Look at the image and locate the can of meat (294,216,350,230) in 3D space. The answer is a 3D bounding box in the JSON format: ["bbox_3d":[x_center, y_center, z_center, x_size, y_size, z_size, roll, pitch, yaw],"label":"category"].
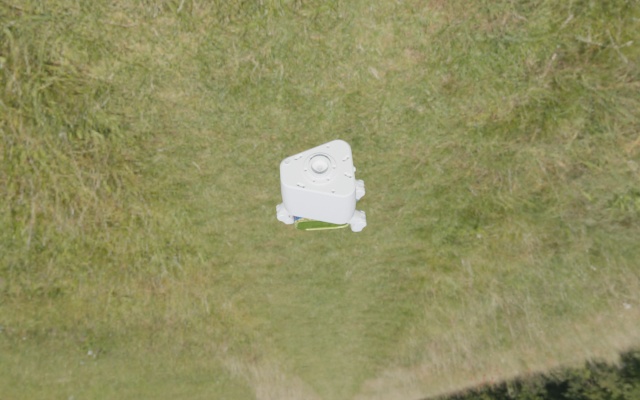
[{"bbox_3d":[0.000,0.003,0.823,0.102,0.084,0.057,-4,-22,-4],"label":"can of meat"}]
